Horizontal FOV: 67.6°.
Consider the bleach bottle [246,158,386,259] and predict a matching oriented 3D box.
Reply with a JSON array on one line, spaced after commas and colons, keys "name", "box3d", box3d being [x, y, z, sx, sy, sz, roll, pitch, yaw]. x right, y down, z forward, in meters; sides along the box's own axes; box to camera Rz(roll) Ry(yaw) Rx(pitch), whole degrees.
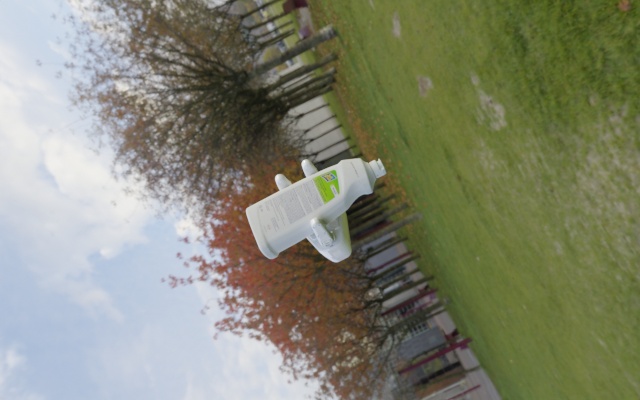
[{"name": "bleach bottle", "box3d": [0.000, 0.003, 0.838, 0.251, 0.102, 0.068, -27, -24, 4]}]
